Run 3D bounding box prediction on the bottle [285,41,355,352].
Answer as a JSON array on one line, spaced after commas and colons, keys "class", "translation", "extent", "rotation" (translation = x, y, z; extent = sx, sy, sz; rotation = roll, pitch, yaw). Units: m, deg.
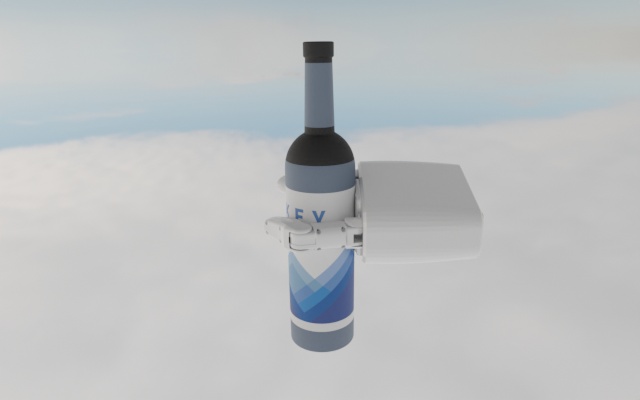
[{"class": "bottle", "translation": [0.000, 0.002, 0.461], "extent": [0.069, 0.296, 0.069], "rotation": [-1, 18, 0]}]
